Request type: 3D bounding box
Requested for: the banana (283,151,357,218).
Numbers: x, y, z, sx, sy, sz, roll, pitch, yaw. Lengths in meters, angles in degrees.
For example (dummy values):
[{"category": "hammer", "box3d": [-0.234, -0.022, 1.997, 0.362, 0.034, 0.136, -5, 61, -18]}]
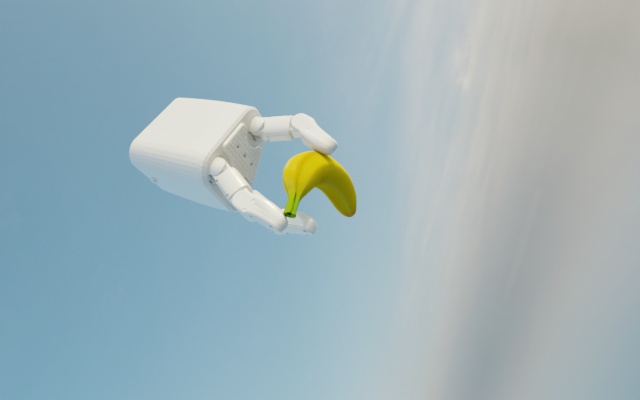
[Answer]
[{"category": "banana", "box3d": [0.002, -0.017, 0.525, 0.037, 0.069, 0.198, 10, 2, 23]}]
